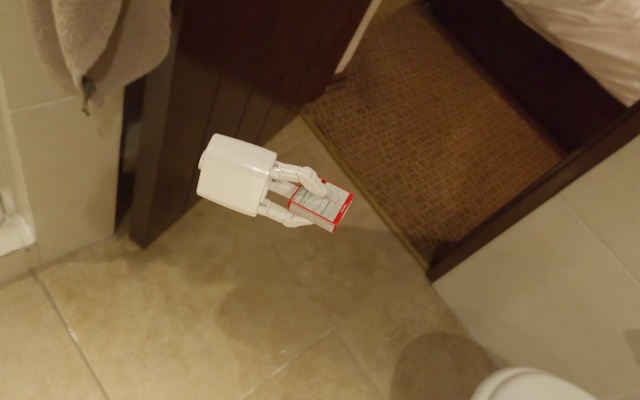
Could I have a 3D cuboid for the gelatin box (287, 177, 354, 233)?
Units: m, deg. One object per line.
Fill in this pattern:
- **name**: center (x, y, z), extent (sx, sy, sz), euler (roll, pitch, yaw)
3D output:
- **gelatin box**: center (0.001, 0.002, 0.793), extent (0.089, 0.073, 0.030), euler (27, -37, 7)
